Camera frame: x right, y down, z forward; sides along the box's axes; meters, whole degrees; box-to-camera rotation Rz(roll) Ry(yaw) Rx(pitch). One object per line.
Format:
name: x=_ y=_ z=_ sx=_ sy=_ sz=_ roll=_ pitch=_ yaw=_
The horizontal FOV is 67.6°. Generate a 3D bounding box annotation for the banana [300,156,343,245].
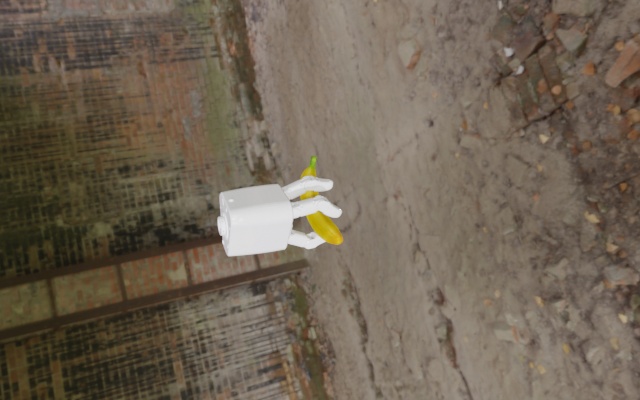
banana: x=-0.006 y=0.011 z=0.900 sx=0.037 sy=0.197 sz=0.070 roll=-3 pitch=-34 yaw=-24
